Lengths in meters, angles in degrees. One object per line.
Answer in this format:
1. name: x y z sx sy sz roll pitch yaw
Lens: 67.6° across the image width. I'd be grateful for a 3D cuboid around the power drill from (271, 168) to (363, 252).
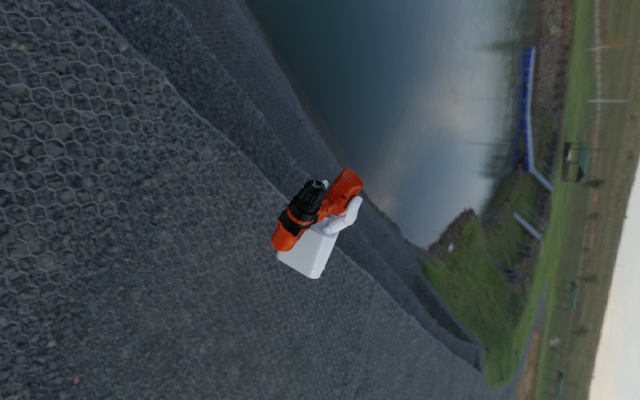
1. power drill: 0.000 0.003 0.897 0.187 0.057 0.184 -30 -18 -45
